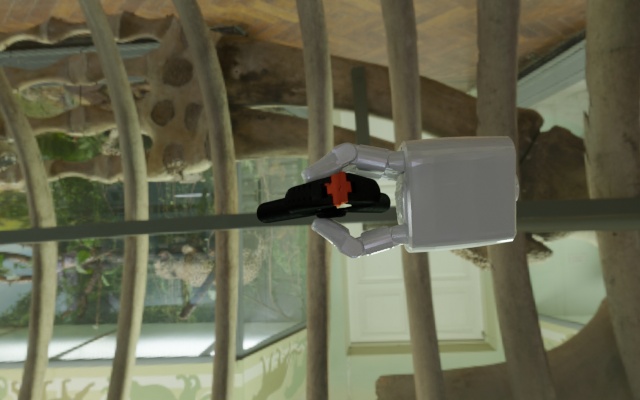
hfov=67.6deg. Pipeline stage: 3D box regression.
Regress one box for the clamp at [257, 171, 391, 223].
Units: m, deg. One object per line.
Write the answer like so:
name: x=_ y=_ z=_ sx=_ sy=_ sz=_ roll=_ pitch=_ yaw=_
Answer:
clamp: x=0.000 y=0.002 z=0.504 sx=0.164 sy=0.036 sz=0.210 roll=-7 pitch=-5 yaw=3
